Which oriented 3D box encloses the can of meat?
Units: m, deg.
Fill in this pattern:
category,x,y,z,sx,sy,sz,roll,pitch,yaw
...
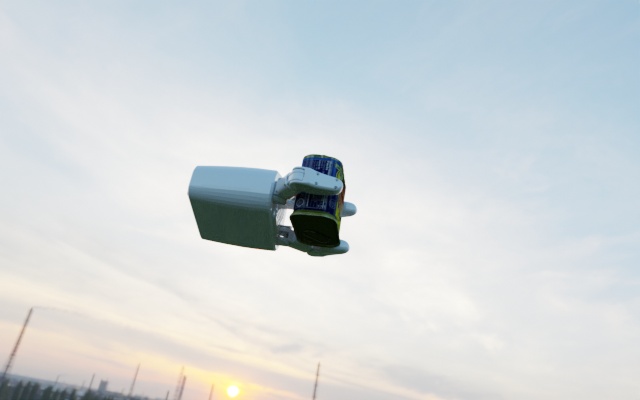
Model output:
category,x,y,z,sx,sy,sz,roll,pitch,yaw
can of meat,0.000,0.002,0.602,0.057,0.084,0.102,5,-26,9
